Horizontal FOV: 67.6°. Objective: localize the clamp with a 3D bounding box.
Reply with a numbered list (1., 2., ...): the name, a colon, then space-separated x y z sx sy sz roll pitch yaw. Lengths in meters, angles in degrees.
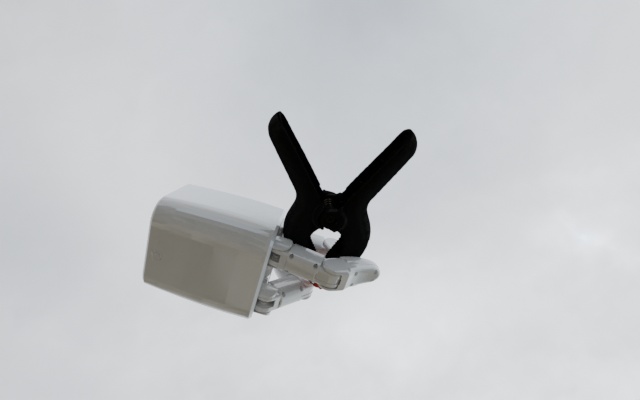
1. clamp: 0.000 0.001 0.419 0.120 0.171 0.039 18 27 -2
